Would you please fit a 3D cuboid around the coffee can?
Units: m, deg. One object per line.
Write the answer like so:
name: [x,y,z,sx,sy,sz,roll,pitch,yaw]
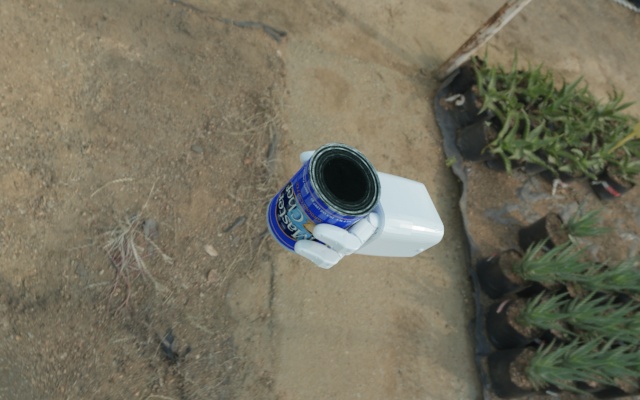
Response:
coffee can: [0.000,0.002,0.641,0.103,0.102,0.140,0,-25,-30]
